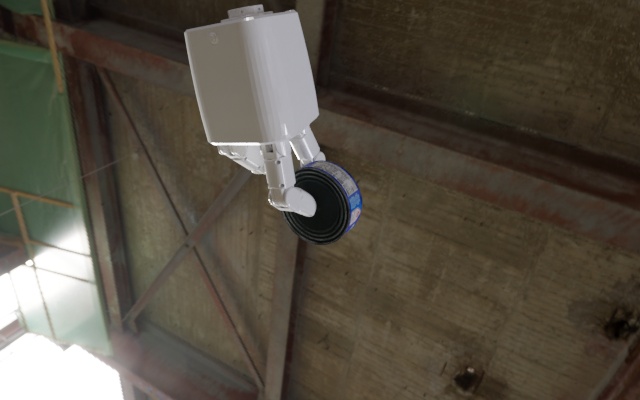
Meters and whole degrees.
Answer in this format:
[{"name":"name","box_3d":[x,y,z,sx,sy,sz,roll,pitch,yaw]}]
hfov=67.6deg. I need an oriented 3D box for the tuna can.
[{"name":"tuna can","box_3d":[0.000,0.002,0.505,0.086,0.086,0.033,0,20,32]}]
